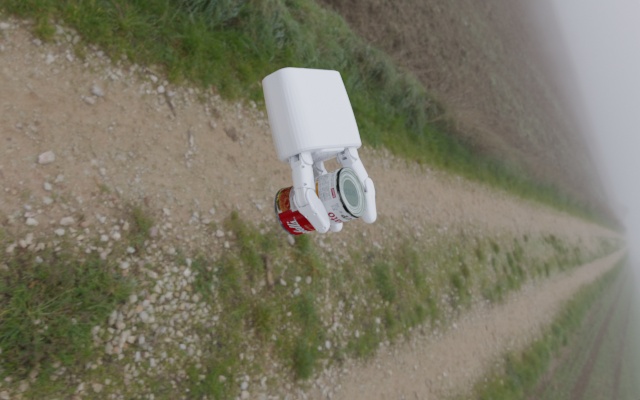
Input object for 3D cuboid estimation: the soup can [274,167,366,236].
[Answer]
[{"bbox_3d":[0.000,0.002,0.623,0.102,0.068,0.068,-18,-10,32],"label":"soup can"}]
